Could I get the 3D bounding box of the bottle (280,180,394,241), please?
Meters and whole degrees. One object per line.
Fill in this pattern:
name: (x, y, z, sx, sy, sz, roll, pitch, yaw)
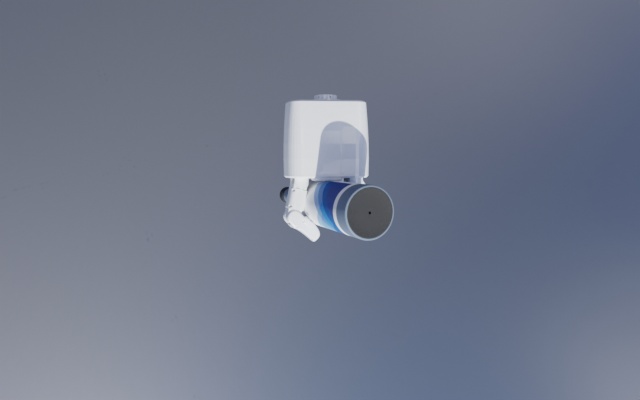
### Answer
bottle: (0.000, 0.002, 0.697, 0.069, 0.069, 0.295, 0, 5, -24)
